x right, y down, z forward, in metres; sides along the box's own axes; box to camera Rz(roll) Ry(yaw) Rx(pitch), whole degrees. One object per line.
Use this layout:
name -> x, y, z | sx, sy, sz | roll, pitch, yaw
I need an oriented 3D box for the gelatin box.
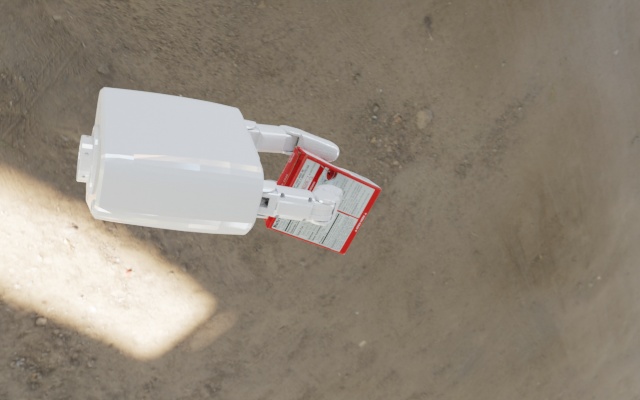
gelatin box -> 0.001, 0.002, 0.435 | 0.089, 0.073, 0.030 | 22, 12, -29
